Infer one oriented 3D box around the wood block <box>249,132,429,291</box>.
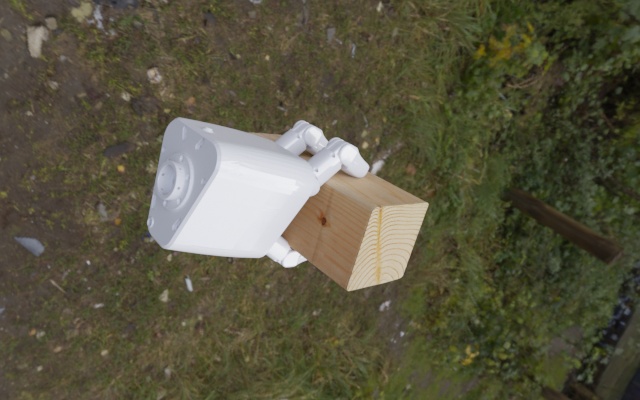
[{"bbox_3d":[0.000,0.002,0.527,0.090,0.091,0.206,-4,27,-44],"label":"wood block"}]
